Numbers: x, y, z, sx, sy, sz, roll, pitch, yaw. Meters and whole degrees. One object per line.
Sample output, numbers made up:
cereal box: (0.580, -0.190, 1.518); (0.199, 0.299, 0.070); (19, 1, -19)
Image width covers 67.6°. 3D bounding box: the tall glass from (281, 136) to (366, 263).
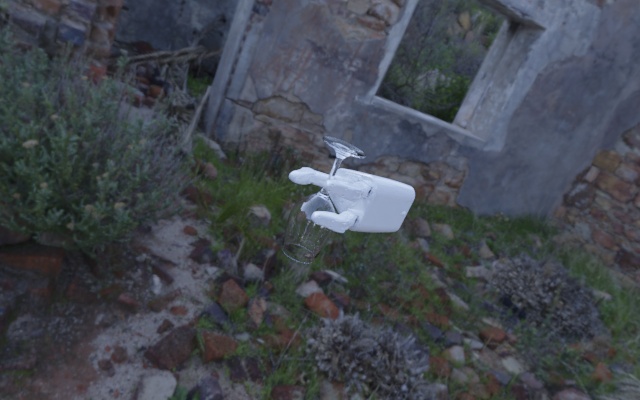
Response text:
tall glass: (0.000, 0.002, 0.775); (0.079, 0.201, 0.079); (21, 19, -8)
